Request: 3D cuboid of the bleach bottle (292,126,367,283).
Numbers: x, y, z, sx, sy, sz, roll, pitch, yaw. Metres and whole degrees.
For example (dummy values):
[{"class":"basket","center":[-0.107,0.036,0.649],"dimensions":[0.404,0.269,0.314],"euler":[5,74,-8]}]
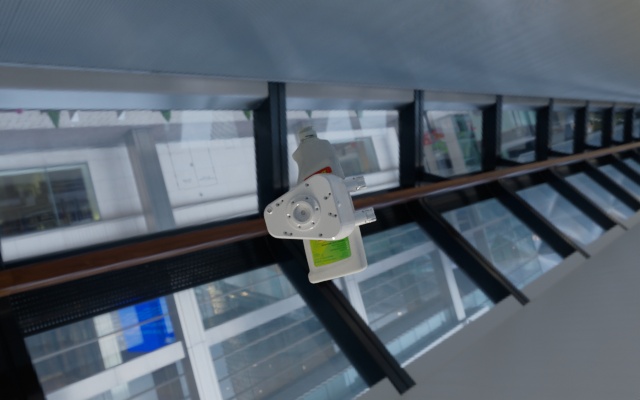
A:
[{"class":"bleach bottle","center":[0.000,0.003,0.797],"dimensions":[0.102,0.251,0.068],"euler":[-16,-3,11]}]
